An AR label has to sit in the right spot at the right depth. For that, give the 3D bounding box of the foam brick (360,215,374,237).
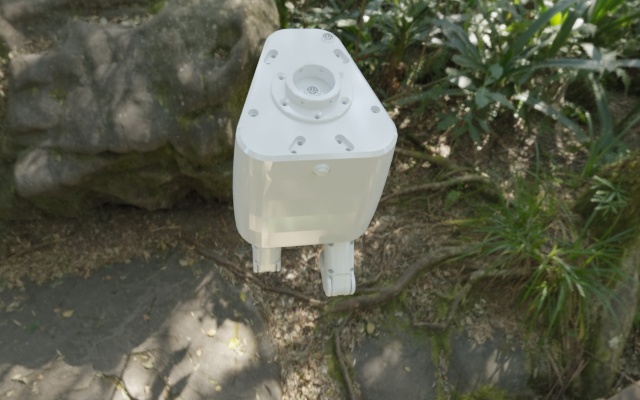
[{"bbox_3d":[0.000,0.001,0.402,0.078,0.053,0.051,-3,-23,-10],"label":"foam brick"}]
